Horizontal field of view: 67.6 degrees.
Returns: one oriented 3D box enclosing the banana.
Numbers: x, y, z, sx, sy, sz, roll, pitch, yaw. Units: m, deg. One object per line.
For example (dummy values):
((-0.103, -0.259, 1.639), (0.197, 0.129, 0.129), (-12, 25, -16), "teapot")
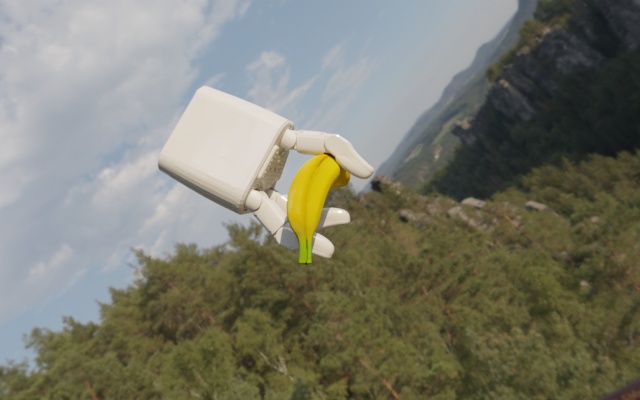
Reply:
((0.000, -0.014, 0.500), (0.037, 0.070, 0.197), (8, 27, 13), "banana")
